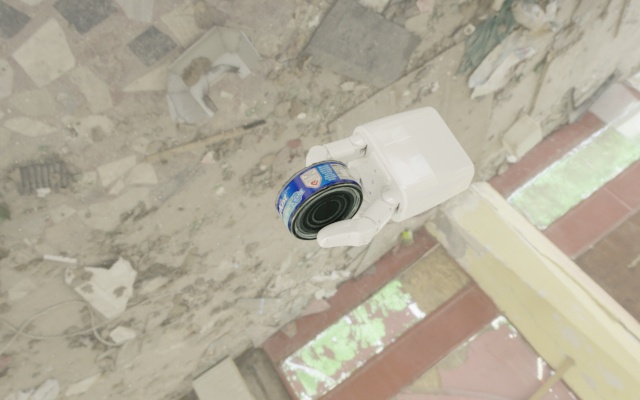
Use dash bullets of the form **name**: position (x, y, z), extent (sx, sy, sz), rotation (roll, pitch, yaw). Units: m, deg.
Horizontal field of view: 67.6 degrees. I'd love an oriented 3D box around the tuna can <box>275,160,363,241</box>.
- **tuna can**: position (0.000, 0.002, 0.483), extent (0.086, 0.033, 0.086), rotation (-22, -33, -16)
